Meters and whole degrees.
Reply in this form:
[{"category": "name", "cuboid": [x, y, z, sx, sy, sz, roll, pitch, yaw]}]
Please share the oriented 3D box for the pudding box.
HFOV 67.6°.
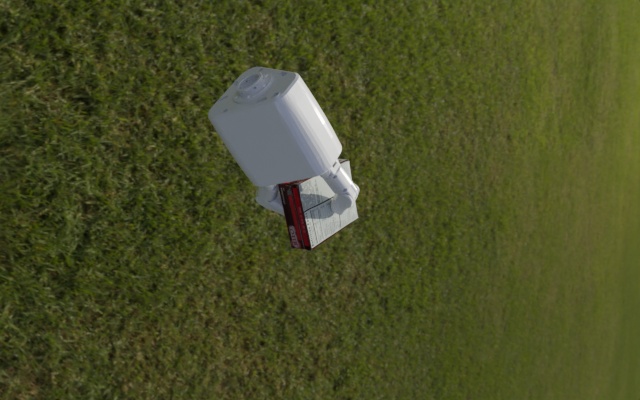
[{"category": "pudding box", "cuboid": [0.000, 0.002, 0.622, 0.039, 0.090, 0.113, 6, 23, 40]}]
